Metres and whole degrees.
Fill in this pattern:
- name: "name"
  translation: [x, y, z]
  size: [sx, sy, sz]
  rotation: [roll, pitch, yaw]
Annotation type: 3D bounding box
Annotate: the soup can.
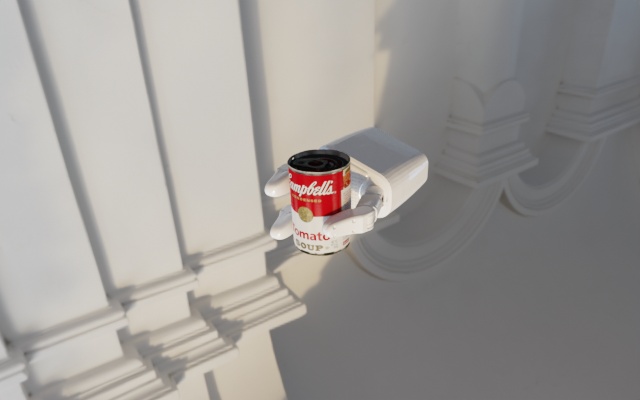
- name: "soup can"
  translation: [0.000, 0.002, 0.533]
  size: [0.068, 0.102, 0.068]
  rotation: [-2, 27, 1]
